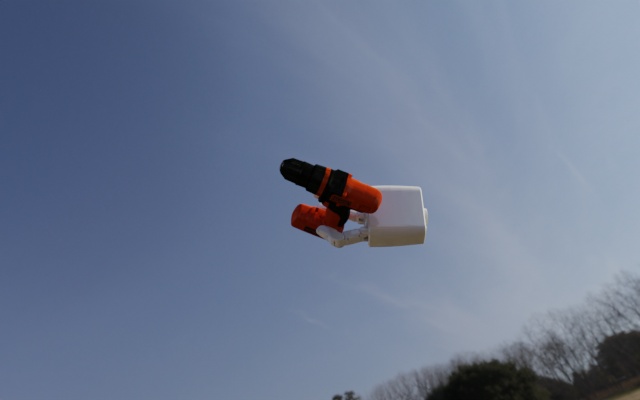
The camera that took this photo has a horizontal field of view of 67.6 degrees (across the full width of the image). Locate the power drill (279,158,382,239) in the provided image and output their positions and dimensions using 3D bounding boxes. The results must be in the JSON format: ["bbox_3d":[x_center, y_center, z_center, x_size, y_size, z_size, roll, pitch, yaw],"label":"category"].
[{"bbox_3d":[0.000,0.003,0.878,0.184,0.057,0.188,22,-28,-5],"label":"power drill"}]
